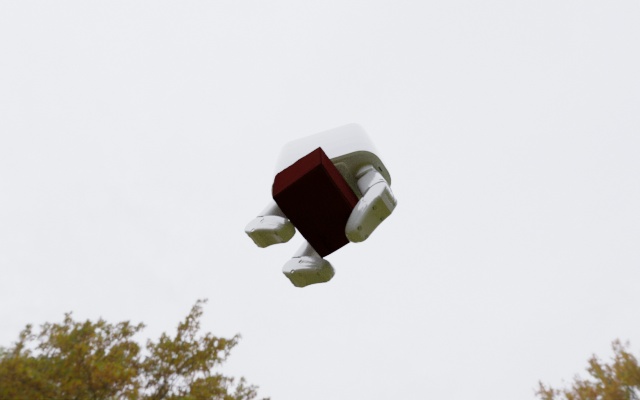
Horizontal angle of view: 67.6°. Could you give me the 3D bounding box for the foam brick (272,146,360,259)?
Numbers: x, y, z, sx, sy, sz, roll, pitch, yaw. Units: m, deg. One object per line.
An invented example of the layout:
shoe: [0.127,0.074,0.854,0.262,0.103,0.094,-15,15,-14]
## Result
foam brick: [0.000,0.001,0.427,0.053,0.078,0.051,-32,23,12]
